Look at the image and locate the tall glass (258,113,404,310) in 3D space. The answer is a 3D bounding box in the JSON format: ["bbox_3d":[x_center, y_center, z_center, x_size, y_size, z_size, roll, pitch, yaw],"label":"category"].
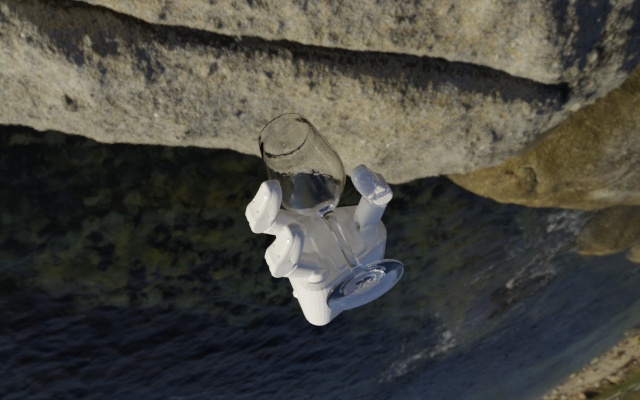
[{"bbox_3d":[0.000,0.002,0.466,0.079,0.201,0.079,-19,-34,-14],"label":"tall glass"}]
